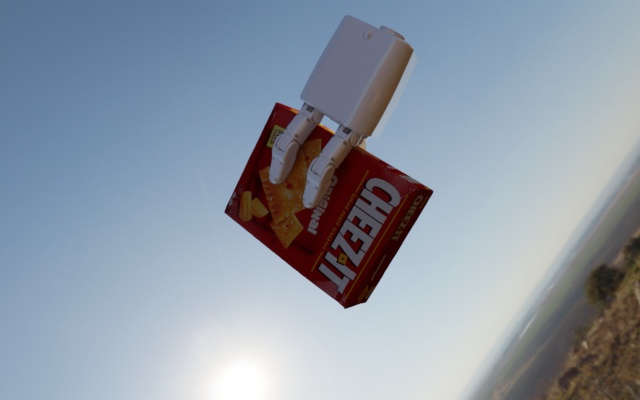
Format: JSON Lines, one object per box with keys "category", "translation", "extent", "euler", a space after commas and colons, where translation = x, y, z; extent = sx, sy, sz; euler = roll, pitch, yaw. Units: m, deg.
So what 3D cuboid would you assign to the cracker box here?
{"category": "cracker box", "translation": [0.000, 0.002, 0.587], "extent": [0.213, 0.164, 0.072], "euler": [35, 15, 25]}
